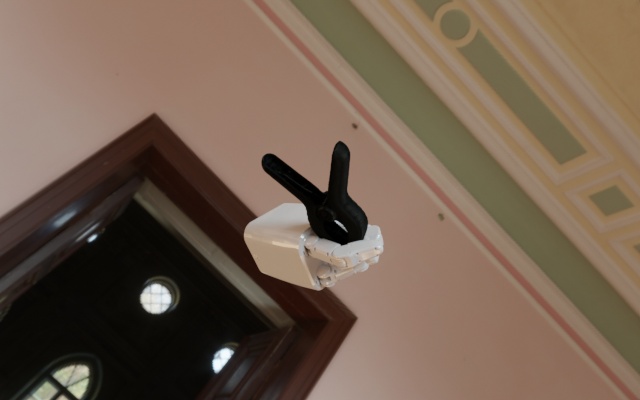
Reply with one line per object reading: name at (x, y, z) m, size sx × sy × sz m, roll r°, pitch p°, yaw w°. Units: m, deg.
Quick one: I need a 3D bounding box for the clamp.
clamp at (0.001, 0.002, 0.583) m, size 0.120 × 0.172 × 0.039 m, roll 8°, pitch 42°, yaw 35°
